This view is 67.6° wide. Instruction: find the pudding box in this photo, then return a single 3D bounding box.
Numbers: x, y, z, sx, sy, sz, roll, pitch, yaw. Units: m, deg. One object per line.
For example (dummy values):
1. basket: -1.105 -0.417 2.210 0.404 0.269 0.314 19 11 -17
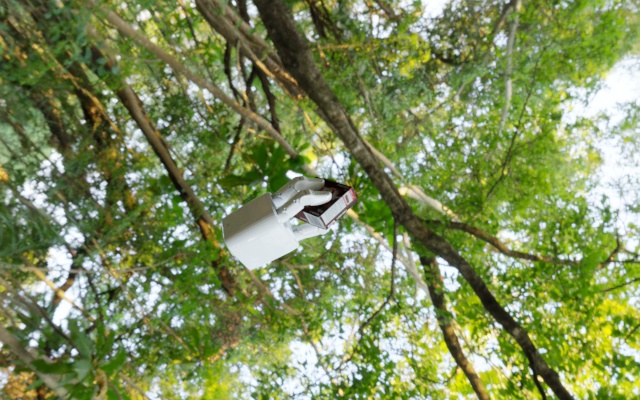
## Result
1. pudding box: 0.000 0.003 0.891 0.090 0.039 0.113 -42 37 -22
